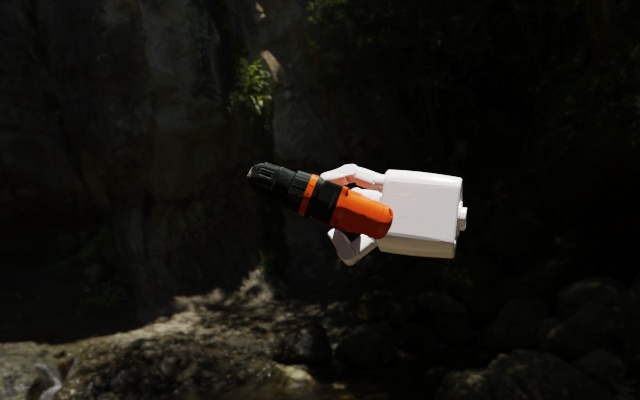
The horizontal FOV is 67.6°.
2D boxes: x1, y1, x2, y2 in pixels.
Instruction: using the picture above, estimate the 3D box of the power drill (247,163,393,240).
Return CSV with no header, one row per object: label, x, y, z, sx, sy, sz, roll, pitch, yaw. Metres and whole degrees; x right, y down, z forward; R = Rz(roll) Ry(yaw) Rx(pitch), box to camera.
power drill,0.000,0.002,0.651,0.184,0.057,0.187,22,0,2
